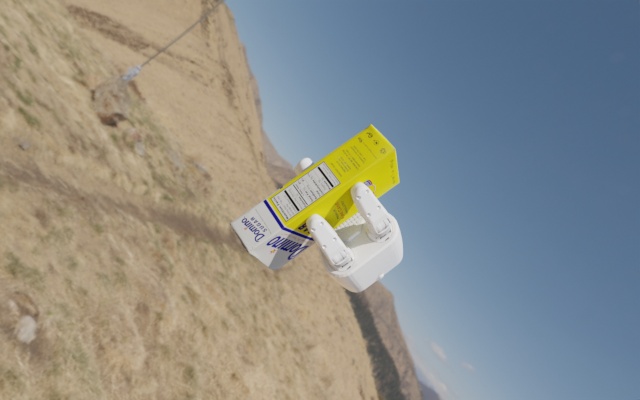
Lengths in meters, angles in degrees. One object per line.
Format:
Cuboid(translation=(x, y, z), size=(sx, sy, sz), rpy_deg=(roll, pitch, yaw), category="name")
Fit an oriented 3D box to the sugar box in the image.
Cuboid(translation=(0.001, 0.002, 0.507), size=(0.176, 0.048, 0.093), rpy_deg=(-38, -23, -2), category="sugar box")
